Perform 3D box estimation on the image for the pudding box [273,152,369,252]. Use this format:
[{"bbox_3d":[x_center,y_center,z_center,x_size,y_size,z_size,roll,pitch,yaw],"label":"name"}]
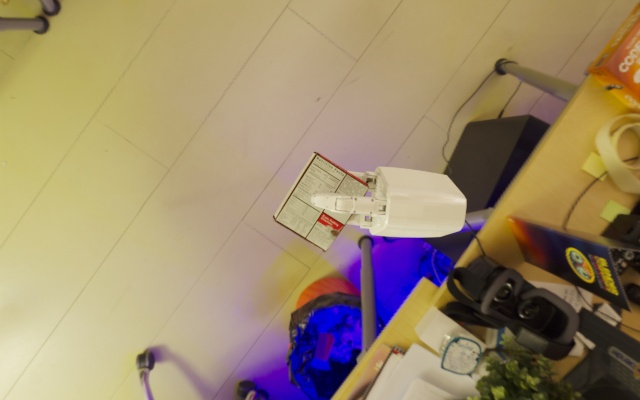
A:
[{"bbox_3d":[0.000,0.002,0.663,0.090,0.113,0.039,33,2,-8],"label":"pudding box"}]
